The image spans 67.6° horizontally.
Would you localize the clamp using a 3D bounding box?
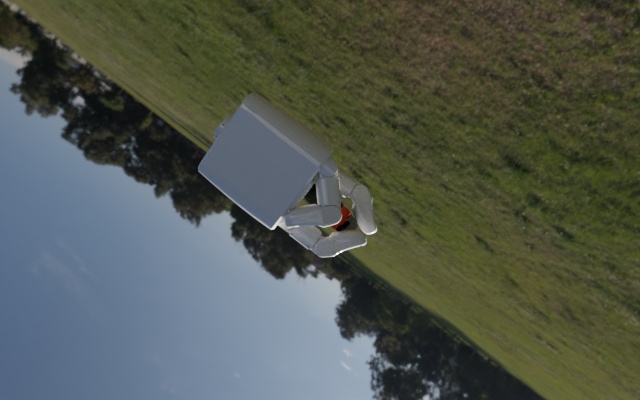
[{"bbox_3d":[0.000,0.003,0.607,0.120,0.039,0.171,37,-3,-3],"label":"clamp"}]
